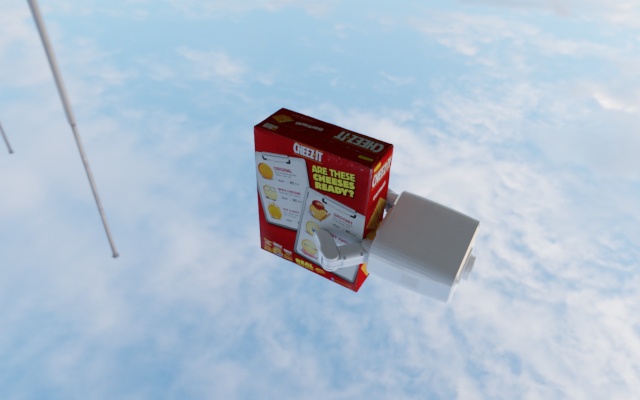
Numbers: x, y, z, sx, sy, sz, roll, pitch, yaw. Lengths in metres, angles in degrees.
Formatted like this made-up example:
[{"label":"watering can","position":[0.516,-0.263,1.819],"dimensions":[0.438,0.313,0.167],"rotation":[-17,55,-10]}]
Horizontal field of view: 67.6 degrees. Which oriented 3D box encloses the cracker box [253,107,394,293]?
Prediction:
[{"label":"cracker box","position":[0.000,0.002,0.636],"dimensions":[0.164,0.214,0.072],"rotation":[22,43,21]}]
